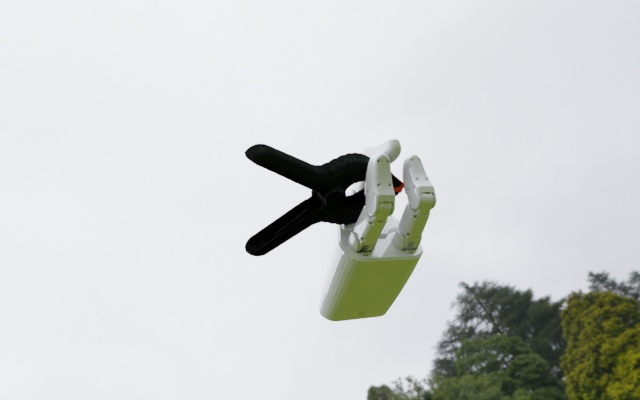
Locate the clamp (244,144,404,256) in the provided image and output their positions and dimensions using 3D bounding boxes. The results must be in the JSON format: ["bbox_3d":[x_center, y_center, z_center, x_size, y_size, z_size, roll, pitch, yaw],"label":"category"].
[{"bbox_3d":[0.000,0.001,0.477,0.171,0.120,0.039,0,38,-24],"label":"clamp"}]
